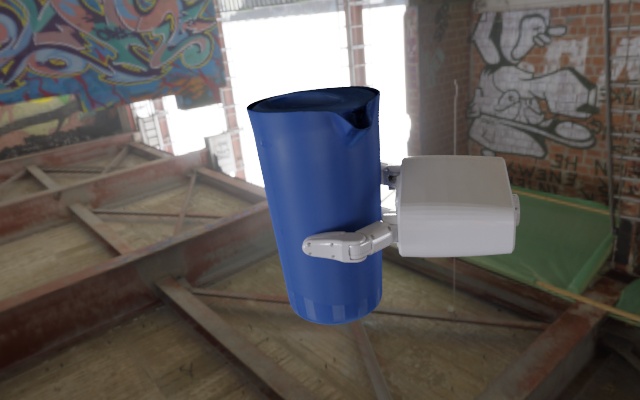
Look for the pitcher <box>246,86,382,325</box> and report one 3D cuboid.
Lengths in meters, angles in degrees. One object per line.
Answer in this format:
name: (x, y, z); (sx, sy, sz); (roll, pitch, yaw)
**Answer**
pitcher: (0.000, 0.002, 0.519); (0.145, 0.243, 0.149); (-1, 22, 13)
